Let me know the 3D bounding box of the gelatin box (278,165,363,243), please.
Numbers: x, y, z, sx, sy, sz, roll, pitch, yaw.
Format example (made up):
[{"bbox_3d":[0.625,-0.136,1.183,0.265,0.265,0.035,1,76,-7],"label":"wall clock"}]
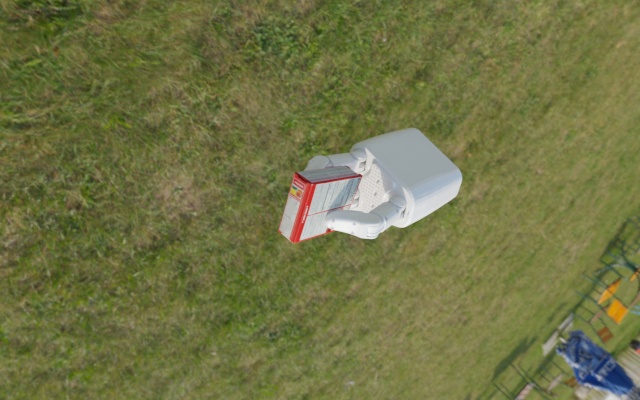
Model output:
[{"bbox_3d":[0.000,0.002,0.528,0.030,0.073,0.089,35,30,31],"label":"gelatin box"}]
